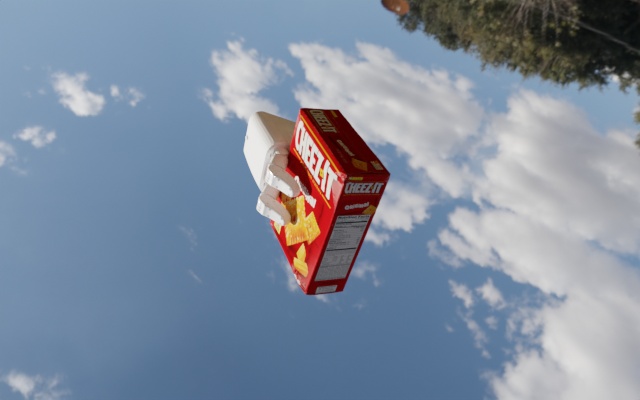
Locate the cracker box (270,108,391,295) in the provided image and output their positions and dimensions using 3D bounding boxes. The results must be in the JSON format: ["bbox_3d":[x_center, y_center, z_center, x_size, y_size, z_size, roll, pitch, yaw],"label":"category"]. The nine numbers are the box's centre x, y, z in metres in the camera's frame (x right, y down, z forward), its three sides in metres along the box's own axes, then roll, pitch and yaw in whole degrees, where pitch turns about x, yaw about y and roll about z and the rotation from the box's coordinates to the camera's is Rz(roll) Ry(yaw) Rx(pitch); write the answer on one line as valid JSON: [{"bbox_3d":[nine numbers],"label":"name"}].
[{"bbox_3d":[0.000,0.002,0.677,0.072,0.214,0.164,-3,40,-27],"label":"cracker box"}]
